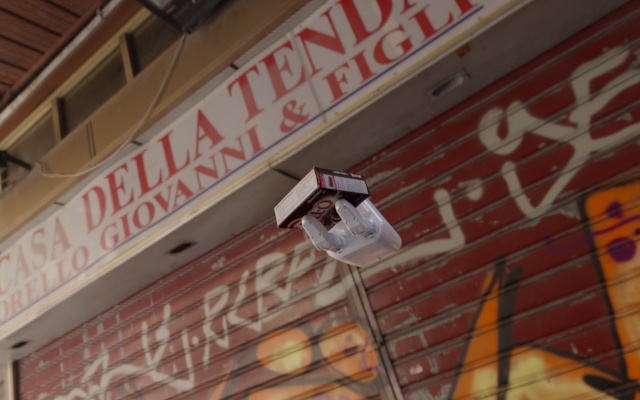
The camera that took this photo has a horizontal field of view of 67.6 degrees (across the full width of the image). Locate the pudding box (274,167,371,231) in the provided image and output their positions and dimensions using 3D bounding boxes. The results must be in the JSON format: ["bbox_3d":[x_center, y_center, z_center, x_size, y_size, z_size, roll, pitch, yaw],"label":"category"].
[{"bbox_3d":[0.000,0.002,0.673,0.090,0.039,0.113,6,-36,-36],"label":"pudding box"}]
